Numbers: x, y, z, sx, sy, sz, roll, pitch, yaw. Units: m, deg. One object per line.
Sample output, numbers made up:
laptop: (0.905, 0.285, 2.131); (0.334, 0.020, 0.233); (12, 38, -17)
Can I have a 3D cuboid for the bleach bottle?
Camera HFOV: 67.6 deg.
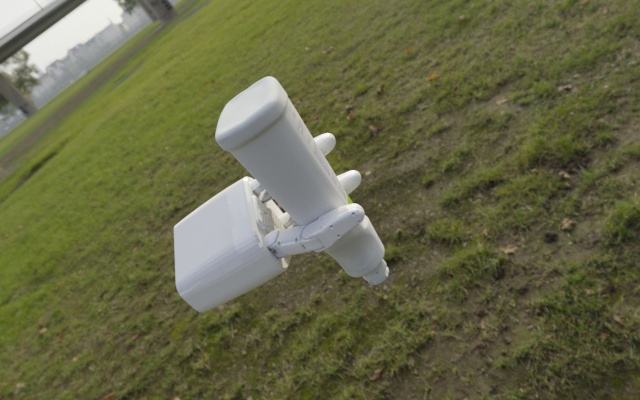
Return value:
bleach bottle: (0.000, 0.001, 0.482); (0.068, 0.251, 0.102); (-31, 28, 12)
